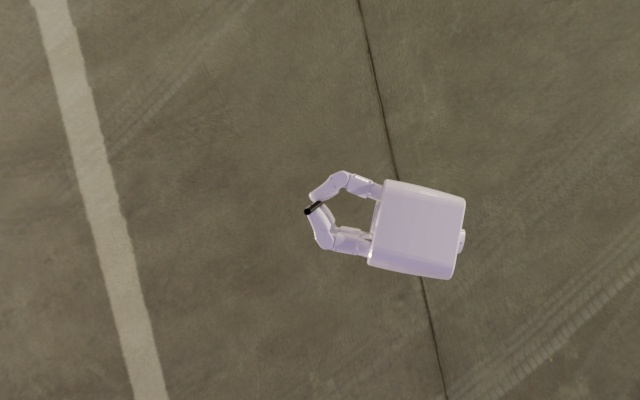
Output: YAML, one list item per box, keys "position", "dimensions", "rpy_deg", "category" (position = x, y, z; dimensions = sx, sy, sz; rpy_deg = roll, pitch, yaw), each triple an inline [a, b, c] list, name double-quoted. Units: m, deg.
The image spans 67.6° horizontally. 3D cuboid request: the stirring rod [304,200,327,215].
- position: [0.000, 0.002, 0.651]
  dimensions: [0.011, 0.011, 0.239]
  rpy_deg: [0, 5, 7]
  category: "stirring rod"
